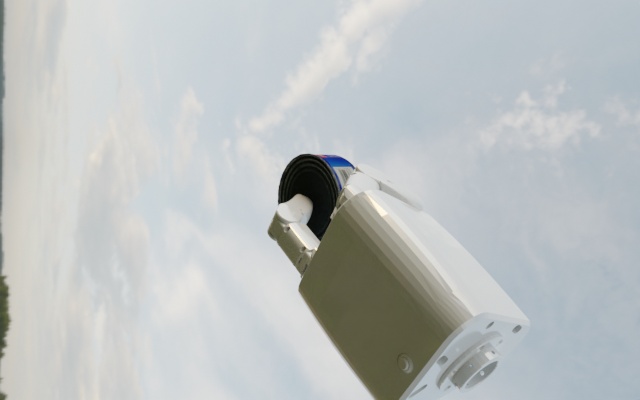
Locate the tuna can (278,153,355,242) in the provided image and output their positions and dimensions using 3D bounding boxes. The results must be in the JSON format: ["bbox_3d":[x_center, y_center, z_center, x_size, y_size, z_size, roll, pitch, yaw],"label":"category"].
[{"bbox_3d":[0.000,0.001,0.423,0.034,0.086,0.086,-4,3,-40],"label":"tuna can"}]
